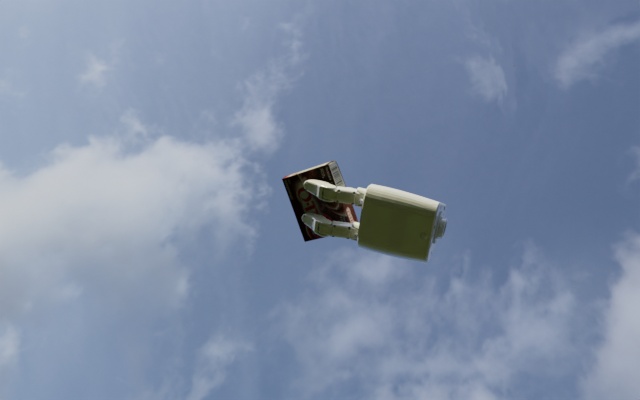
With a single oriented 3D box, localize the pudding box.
[{"bbox_3d":[0.000,0.002,0.758,0.090,0.113,0.039,-16,6,29],"label":"pudding box"}]
